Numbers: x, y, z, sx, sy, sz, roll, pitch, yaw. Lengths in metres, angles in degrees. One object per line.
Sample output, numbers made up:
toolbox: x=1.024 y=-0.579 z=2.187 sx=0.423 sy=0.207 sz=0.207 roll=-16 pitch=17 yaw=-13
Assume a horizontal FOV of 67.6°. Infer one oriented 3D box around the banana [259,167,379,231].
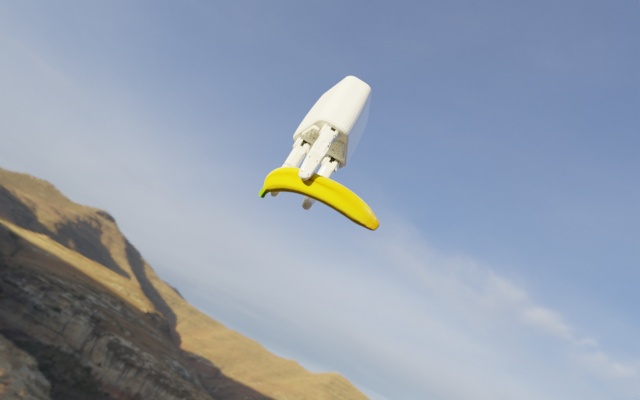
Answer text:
banana: x=-0.005 y=-0.010 z=0.705 sx=0.198 sy=0.037 sz=0.070 roll=18 pitch=-34 yaw=19
